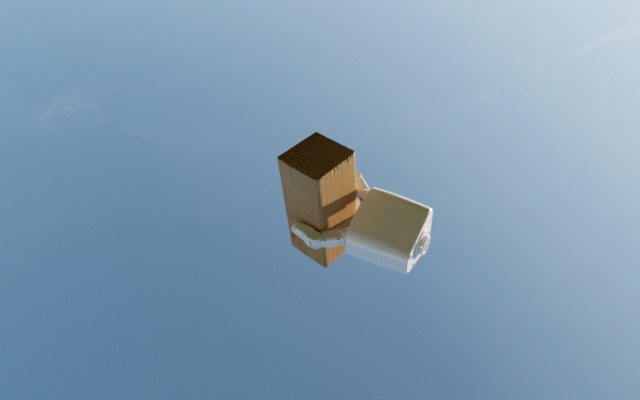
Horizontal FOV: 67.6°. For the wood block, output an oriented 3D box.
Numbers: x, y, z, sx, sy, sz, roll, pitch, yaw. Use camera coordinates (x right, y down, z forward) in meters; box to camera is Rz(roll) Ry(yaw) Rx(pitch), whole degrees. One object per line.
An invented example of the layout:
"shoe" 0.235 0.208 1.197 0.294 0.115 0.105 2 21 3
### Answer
"wood block" 0.000 0.003 0.808 0.090 0.206 0.090 32 55 33
